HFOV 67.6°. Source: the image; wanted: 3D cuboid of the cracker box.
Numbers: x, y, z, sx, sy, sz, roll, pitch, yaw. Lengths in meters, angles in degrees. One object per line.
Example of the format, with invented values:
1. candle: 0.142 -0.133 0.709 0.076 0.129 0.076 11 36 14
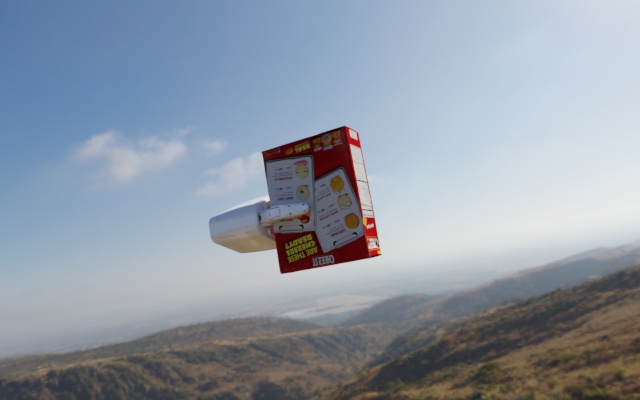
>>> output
1. cracker box: 0.000 0.002 0.798 0.164 0.213 0.072 -14 -8 26
